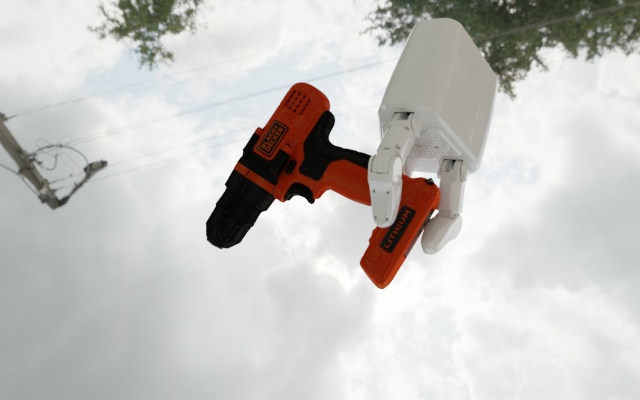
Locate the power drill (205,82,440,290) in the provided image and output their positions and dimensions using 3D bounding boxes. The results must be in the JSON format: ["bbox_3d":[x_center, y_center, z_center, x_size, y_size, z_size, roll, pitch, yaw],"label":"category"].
[{"bbox_3d":[0.001,0.001,0.449,0.187,0.184,0.057,32,1,16],"label":"power drill"}]
